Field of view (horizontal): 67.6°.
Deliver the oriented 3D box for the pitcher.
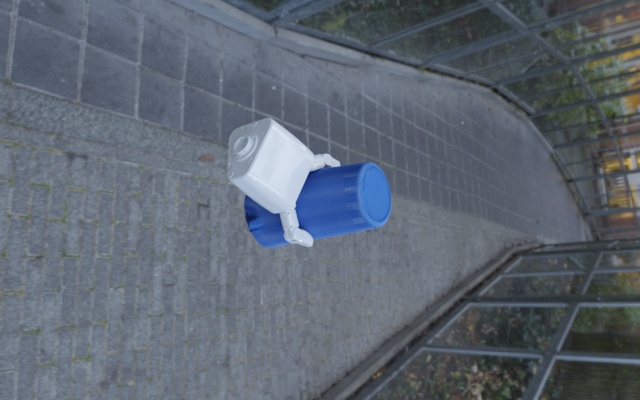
[{"bbox_3d":[0.000,0.003,0.841,0.243,0.149,0.145,-10,-34,35],"label":"pitcher"}]
